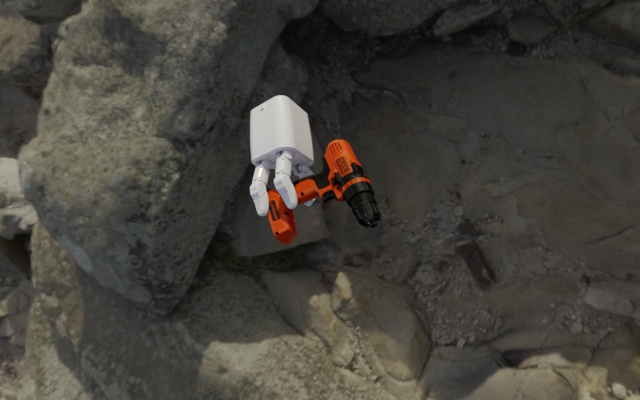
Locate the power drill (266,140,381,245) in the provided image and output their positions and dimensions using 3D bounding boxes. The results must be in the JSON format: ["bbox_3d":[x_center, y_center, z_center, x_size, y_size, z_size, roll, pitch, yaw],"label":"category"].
[{"bbox_3d":[0.000,0.003,0.837,0.187,0.184,0.057,-29,-35,11],"label":"power drill"}]
